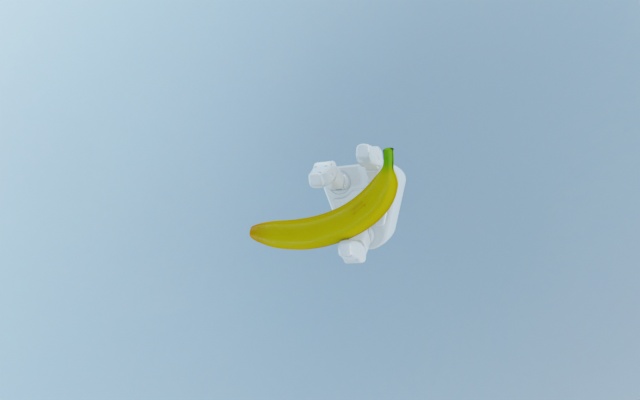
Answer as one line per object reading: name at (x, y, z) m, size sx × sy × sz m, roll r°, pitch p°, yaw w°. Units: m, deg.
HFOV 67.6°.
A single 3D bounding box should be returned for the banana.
banana at (0.012, 0.016, 0.542) m, size 0.198 × 0.069 × 0.037 m, roll -30°, pitch 2°, yaw 18°
